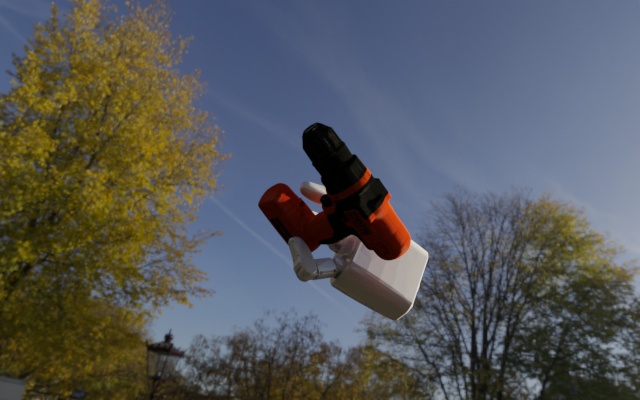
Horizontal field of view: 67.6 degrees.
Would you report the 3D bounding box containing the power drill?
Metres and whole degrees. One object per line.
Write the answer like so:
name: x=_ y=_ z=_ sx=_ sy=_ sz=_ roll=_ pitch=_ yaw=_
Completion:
power drill: x=0.000 y=0.002 z=0.592 sx=0.057 sy=0.184 sz=0.187 roll=-46 pitch=19 yaw=-32
